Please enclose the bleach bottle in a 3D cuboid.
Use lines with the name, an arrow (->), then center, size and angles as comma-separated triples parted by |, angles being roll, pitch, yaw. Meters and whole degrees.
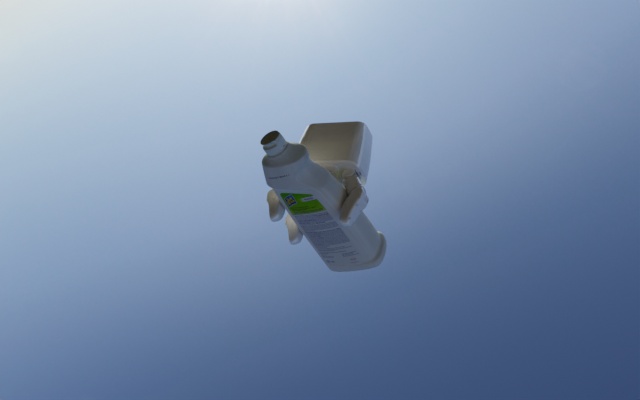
bleach bottle -> 0.000, 0.002, 0.680 | 0.102, 0.068, 0.251 | -12, -49, 28
